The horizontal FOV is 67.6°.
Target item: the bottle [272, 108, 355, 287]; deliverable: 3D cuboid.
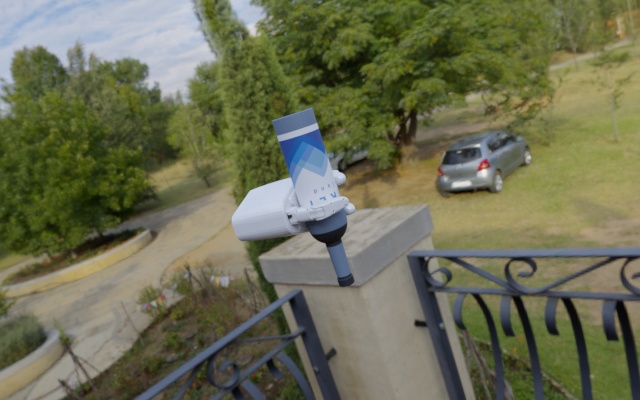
[{"bbox_3d":[0.000,0.002,0.775,0.069,0.296,0.069,-17,11,4],"label":"bottle"}]
